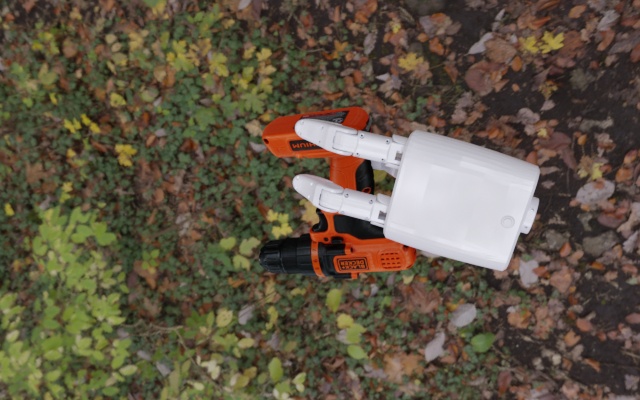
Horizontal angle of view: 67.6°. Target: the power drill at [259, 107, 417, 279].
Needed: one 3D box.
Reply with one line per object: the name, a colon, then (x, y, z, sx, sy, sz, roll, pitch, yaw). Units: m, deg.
power drill: (0.000, 0.001, 0.511, 0.184, 0.188, 0.057, -6, 30, 16)
